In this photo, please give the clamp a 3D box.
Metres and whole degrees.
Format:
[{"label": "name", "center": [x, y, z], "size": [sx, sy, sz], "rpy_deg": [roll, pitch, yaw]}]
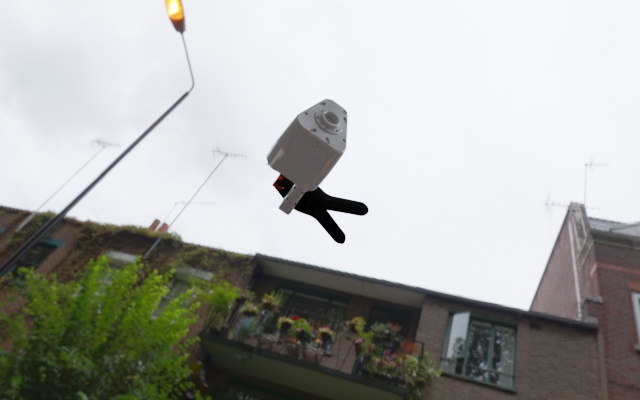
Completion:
[{"label": "clamp", "center": [0.000, 0.002, 0.833], "size": [0.171, 0.039, 0.120], "rpy_deg": [35, -45, -8]}]
